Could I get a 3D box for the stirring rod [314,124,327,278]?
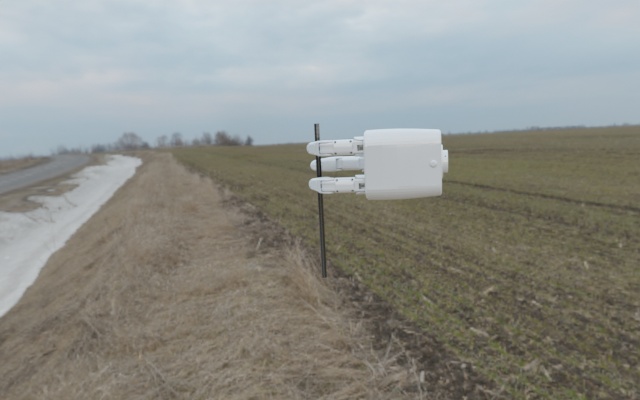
[{"bbox_3d":[0.000,0.003,0.741,0.011,0.239,0.011,-3,8,0],"label":"stirring rod"}]
